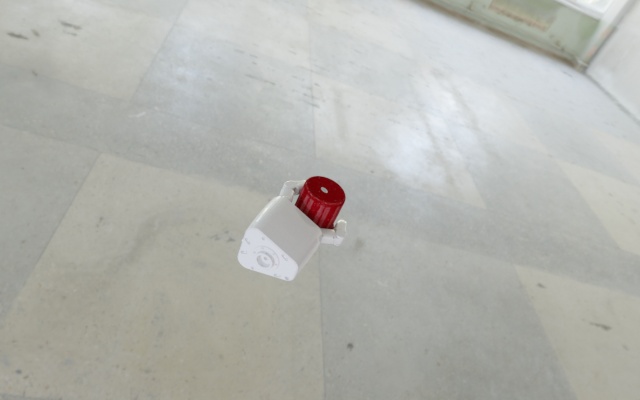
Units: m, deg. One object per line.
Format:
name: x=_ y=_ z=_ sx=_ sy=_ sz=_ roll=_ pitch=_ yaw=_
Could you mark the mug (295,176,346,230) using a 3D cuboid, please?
mug: x=0.001 y=0.002 z=0.898 sx=0.093 sy=0.081 sz=0.117 roll=29 pitch=37 yaw=4
